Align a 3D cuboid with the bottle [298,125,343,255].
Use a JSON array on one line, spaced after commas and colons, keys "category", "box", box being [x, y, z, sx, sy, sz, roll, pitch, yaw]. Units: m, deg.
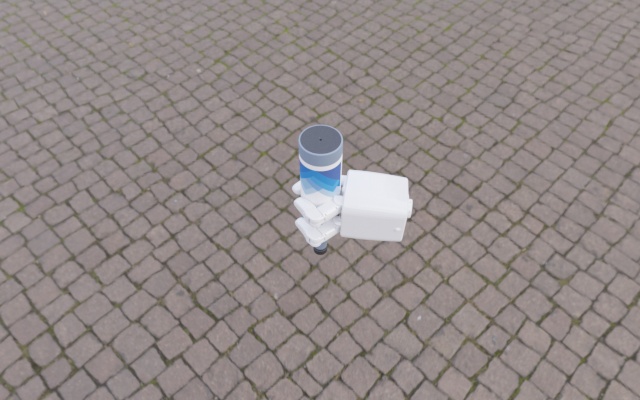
[{"category": "bottle", "box": [0.000, 0.003, 0.823, 0.069, 0.069, 0.296, 0, -39, 0]}]
